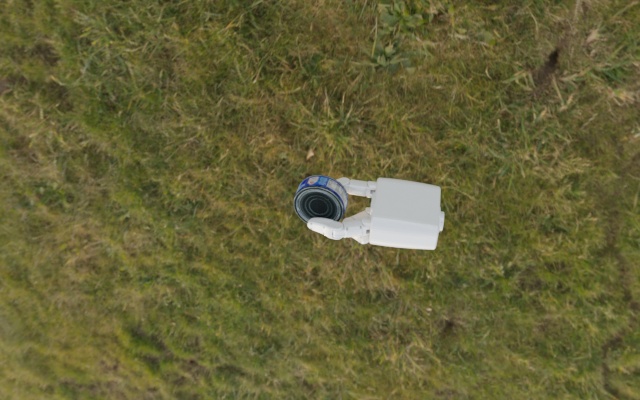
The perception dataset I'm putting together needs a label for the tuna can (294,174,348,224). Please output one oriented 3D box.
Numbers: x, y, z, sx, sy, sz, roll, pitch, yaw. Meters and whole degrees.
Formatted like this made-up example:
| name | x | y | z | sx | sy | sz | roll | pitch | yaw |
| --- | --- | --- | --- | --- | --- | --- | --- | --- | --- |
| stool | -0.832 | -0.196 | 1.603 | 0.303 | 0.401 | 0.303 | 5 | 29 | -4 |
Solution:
| name | x | y | z | sx | sy | sz | roll | pitch | yaw |
| --- | --- | --- | --- | --- | --- | --- | --- | --- | --- |
| tuna can | 0.000 | 0.003 | 0.775 | 0.086 | 0.086 | 0.033 | 0 | 36 | 17 |
